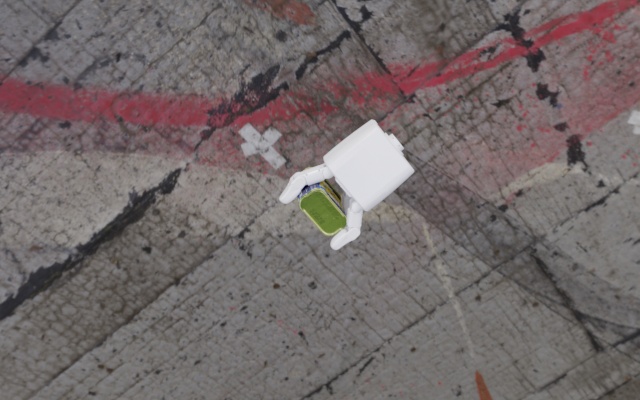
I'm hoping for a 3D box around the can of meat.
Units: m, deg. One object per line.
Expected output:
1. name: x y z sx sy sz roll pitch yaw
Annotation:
1. can of meat: 0.000 0.003 0.842 0.057 0.102 0.084 -36 28 10
